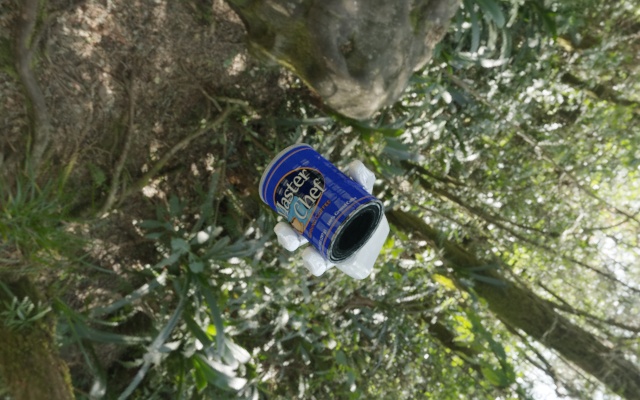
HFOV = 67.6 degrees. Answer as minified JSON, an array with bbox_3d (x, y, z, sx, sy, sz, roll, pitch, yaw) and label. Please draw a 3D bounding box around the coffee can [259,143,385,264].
[{"bbox_3d":[0.000,0.002,0.643,0.140,0.103,0.103,40,21,28],"label":"coffee can"}]
